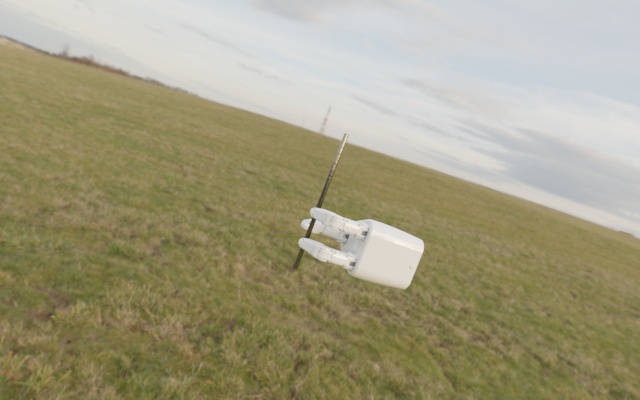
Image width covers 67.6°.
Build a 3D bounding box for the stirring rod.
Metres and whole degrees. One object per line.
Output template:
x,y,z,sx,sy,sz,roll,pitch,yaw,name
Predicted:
0.000,0.003,0.795,0.011,0.239,0.011,21,5,-2,stirring rod
